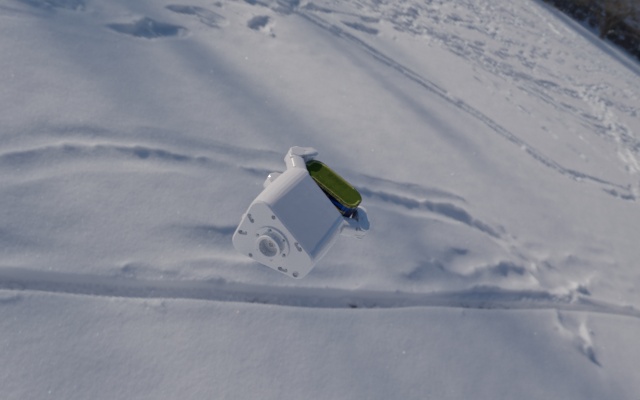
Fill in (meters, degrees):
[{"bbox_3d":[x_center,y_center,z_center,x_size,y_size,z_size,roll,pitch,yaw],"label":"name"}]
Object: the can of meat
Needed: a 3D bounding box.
[{"bbox_3d":[0.000,0.002,0.712,0.102,0.084,0.057,38,34,6],"label":"can of meat"}]
